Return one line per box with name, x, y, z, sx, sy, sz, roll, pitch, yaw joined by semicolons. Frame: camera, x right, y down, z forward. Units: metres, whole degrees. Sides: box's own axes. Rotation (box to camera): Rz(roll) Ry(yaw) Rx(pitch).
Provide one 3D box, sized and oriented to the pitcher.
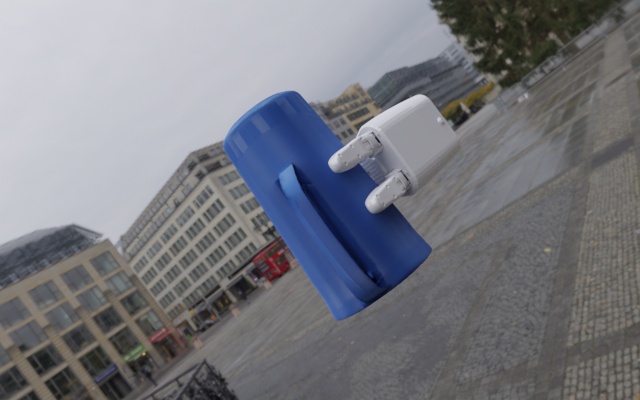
pitcher;0.000;0.002;0.528;0.145;0.243;0.149;-36;-3;-33
